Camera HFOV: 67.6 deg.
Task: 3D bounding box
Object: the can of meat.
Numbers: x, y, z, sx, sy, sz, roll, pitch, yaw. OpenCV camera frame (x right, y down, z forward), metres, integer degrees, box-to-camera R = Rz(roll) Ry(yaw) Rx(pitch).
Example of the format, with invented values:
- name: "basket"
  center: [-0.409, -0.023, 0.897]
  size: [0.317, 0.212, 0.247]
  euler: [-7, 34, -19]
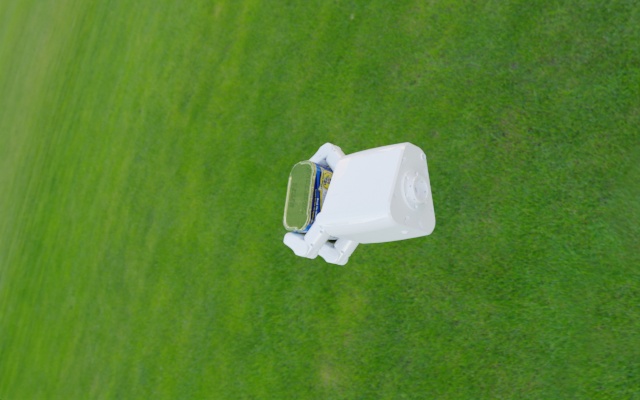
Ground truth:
- name: "can of meat"
  center: [0.000, 0.002, 0.661]
  size: [0.084, 0.102, 0.057]
  euler: [17, -16, -41]
